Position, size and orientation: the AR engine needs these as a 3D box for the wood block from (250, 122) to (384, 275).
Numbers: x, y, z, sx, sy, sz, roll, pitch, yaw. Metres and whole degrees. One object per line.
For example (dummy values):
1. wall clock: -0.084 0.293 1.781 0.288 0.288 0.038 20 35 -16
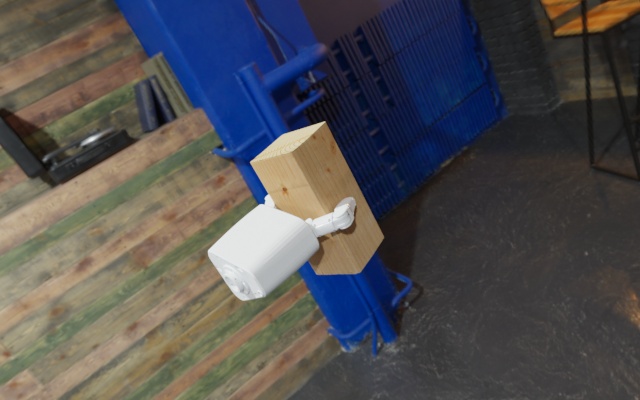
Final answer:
1. wood block: 0.000 0.002 0.707 0.091 0.206 0.090 -9 28 42
